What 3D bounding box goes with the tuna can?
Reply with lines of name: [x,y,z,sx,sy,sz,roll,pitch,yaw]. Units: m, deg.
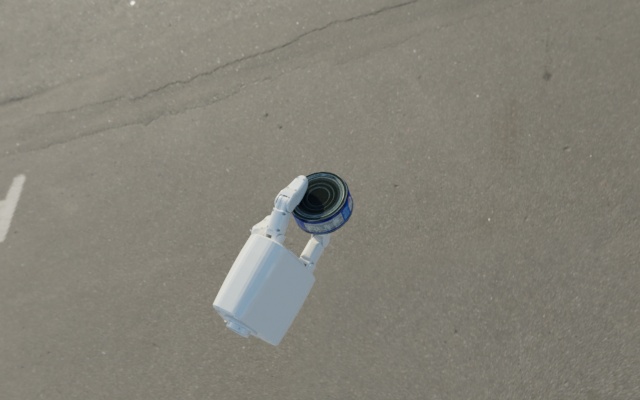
tuna can: [0.000,0.002,0.654,0.086,0.086,0.034,0,-35,18]
